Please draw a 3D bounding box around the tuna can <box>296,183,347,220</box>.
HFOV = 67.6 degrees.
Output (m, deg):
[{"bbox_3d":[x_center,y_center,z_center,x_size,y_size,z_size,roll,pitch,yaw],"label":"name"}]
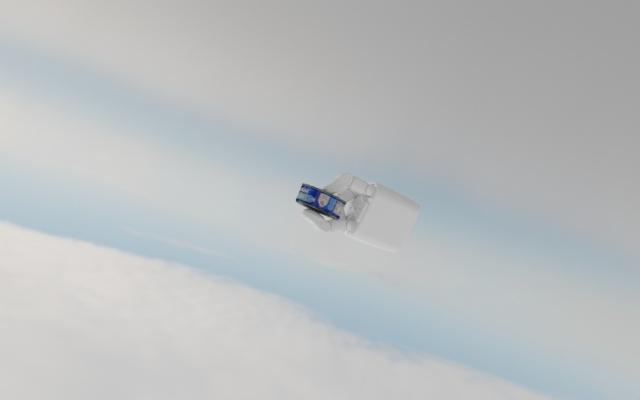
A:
[{"bbox_3d":[0.000,0.003,0.835,0.086,0.033,0.086,23,-5,2],"label":"tuna can"}]
